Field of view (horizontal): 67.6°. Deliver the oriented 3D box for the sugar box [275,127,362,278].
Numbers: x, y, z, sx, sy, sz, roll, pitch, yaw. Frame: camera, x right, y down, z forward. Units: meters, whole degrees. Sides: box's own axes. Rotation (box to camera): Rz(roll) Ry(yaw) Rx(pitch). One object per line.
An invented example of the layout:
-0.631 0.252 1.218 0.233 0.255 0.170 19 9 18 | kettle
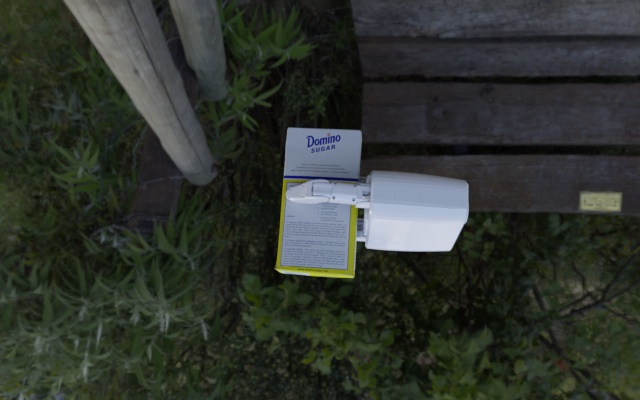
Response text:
0.000 0.002 0.580 0.093 0.176 0.048 4 -13 5 | sugar box
